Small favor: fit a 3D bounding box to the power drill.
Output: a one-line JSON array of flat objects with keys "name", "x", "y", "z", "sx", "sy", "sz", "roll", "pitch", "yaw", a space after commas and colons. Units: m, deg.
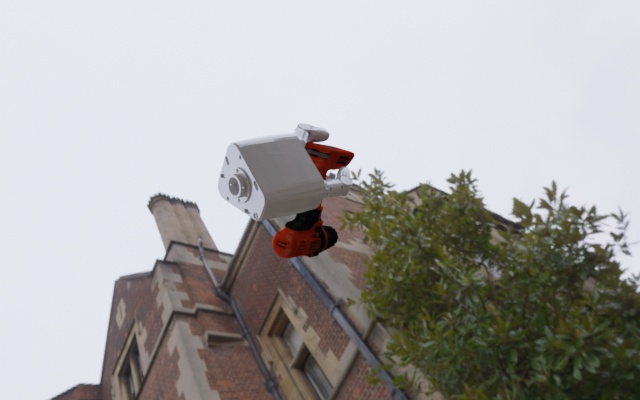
[{"name": "power drill", "x": 0.000, "y": 0.002, "z": 0.792, "sx": 0.057, "sy": 0.187, "sz": 0.184, "roll": 18, "pitch": 8, "yaw": 23}]
